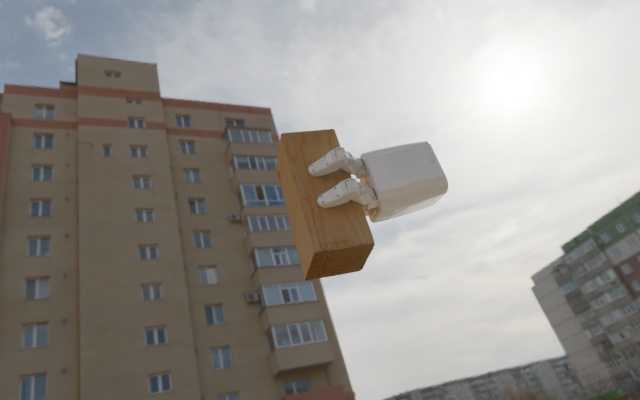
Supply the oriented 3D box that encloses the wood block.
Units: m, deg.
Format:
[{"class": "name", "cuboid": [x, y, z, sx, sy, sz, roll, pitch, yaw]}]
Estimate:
[{"class": "wood block", "cuboid": [0.000, 0.002, 0.717, 0.090, 0.206, 0.091, -8, -32, -15]}]
